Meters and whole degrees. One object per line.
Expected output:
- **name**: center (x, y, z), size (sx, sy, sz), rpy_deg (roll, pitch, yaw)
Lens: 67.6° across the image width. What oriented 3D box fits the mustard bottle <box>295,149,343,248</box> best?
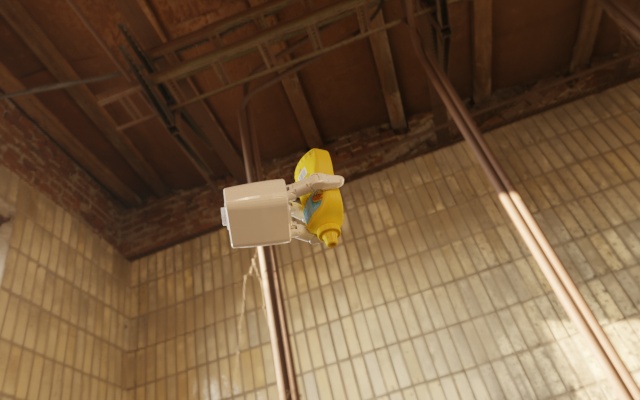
- **mustard bottle**: center (0.000, 0.003, 0.866), size (0.058, 0.191, 0.096), rpy_deg (10, -45, -27)
